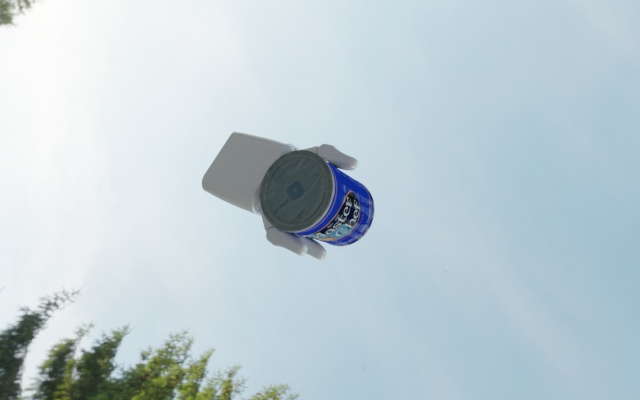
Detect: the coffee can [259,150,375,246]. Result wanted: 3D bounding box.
[{"bbox_3d":[0.000,0.002,0.639,0.103,0.102,0.140,0,-12,28],"label":"coffee can"}]
